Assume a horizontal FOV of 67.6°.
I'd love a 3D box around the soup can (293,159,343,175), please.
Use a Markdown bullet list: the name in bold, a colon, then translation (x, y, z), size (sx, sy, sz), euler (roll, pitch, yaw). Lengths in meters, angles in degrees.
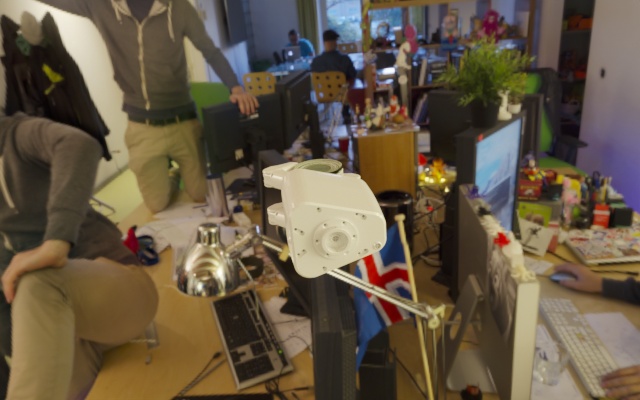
- **soup can**: translation (0.000, 0.002, 0.646), size (0.068, 0.102, 0.068), euler (-5, 22, 2)
